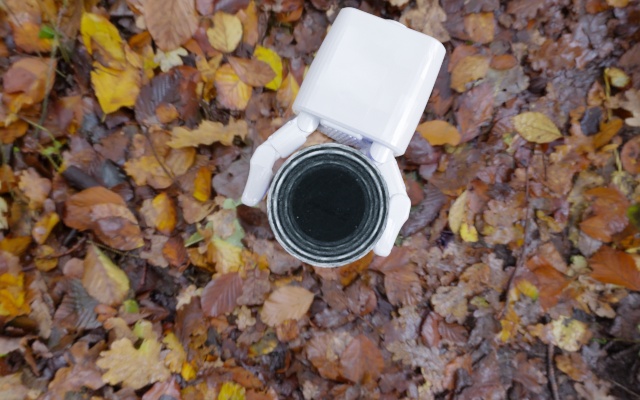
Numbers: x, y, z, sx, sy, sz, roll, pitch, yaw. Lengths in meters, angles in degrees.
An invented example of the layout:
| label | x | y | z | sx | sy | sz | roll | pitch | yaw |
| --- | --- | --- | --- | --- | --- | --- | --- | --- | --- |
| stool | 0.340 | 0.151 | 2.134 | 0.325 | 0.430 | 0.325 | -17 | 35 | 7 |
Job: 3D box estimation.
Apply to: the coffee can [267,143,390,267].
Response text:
| label | x | y | z | sx | sy | sz | roll | pitch | yaw |
| --- | --- | --- | --- | --- | --- | --- | --- | --- | --- |
| coffee can | 0.000 | 0.002 | 0.459 | 0.103 | 0.103 | 0.140 | 0 | 2 | -6 |
